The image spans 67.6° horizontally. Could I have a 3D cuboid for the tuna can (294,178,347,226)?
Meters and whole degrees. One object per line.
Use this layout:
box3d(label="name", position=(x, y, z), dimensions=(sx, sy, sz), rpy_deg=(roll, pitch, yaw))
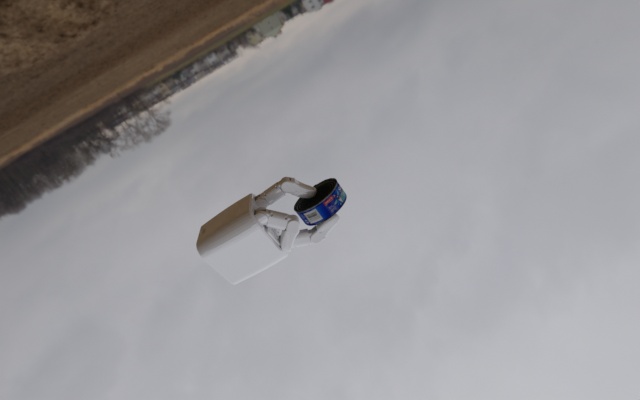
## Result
box3d(label="tuna can", position=(0.000, 0.003, 0.785), dimensions=(0.086, 0.034, 0.086), rpy_deg=(-32, 20, 13))
